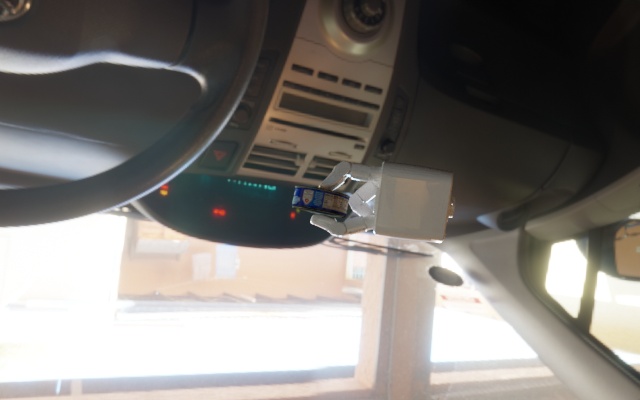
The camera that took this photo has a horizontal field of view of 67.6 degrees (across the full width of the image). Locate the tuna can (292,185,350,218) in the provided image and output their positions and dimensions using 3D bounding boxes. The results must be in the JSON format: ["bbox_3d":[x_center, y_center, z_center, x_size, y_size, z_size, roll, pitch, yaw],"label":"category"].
[{"bbox_3d":[0.000,0.003,0.731,0.086,0.033,0.086,11,-5,1],"label":"tuna can"}]
